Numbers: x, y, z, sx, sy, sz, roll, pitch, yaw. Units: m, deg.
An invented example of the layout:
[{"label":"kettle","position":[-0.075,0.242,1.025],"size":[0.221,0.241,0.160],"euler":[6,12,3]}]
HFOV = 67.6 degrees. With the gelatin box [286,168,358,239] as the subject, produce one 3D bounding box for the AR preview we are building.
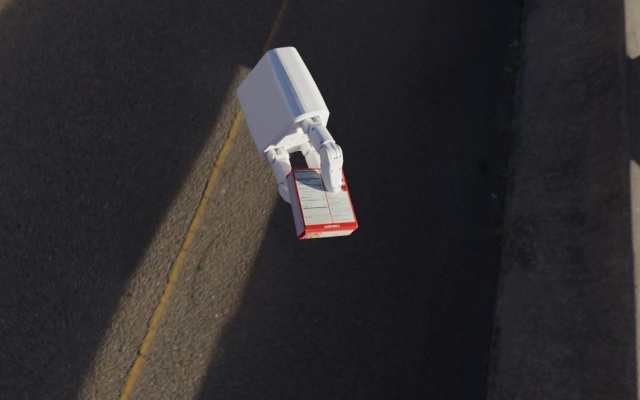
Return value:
[{"label":"gelatin box","position":[0.000,0.002,0.610],"size":[0.073,0.089,0.030],"euler":[-2,-25,-26]}]
